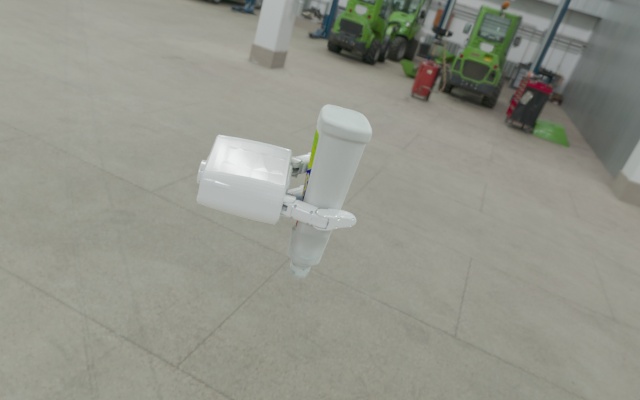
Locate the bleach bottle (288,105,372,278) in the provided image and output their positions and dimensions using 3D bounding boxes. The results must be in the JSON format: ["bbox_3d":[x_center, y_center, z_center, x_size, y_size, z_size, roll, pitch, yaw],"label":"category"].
[{"bbox_3d":[0.000,0.002,0.659,0.068,0.251,0.102,14,24,-6],"label":"bleach bottle"}]
